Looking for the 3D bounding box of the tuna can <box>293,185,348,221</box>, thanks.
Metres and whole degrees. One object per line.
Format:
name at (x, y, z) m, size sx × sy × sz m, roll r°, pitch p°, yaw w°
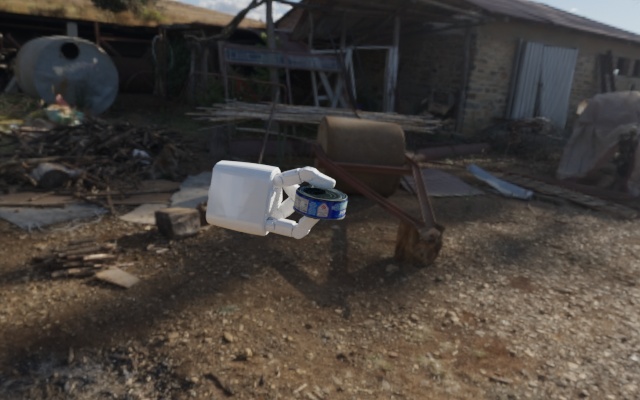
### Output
tuna can at (0.000, 0.002, 0.769) m, size 0.086 × 0.034 × 0.086 m, roll 9°, pitch 16°, yaw -3°
